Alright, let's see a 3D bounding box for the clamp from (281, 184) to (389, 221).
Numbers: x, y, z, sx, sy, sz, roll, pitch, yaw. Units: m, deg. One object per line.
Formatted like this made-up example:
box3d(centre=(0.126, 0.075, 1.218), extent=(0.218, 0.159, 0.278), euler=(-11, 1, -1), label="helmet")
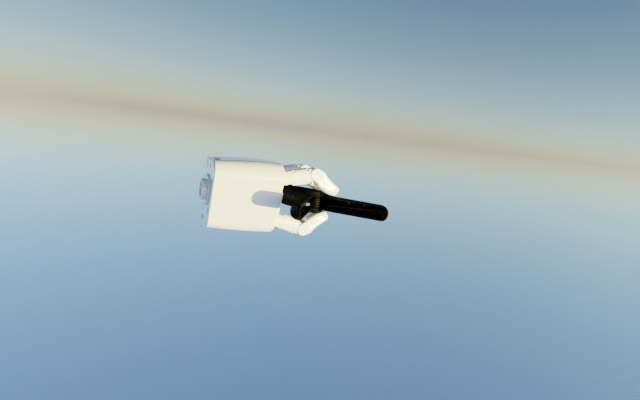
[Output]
box3d(centre=(0.000, 0.003, 0.784), extent=(0.164, 0.036, 0.210), euler=(4, 9, -23), label="clamp")
